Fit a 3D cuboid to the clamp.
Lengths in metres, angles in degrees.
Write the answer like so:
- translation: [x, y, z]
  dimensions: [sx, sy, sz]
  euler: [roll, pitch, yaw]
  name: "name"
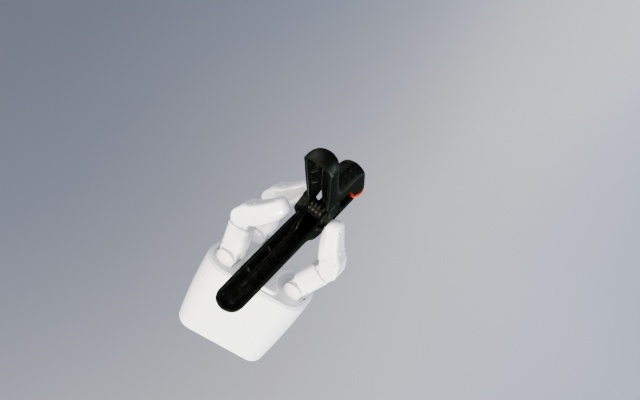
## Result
- translation: [0.001, 0.002, 0.440]
  dimensions: [0.036, 0.165, 0.210]
  euler: [40, 32, 9]
  name: "clamp"
